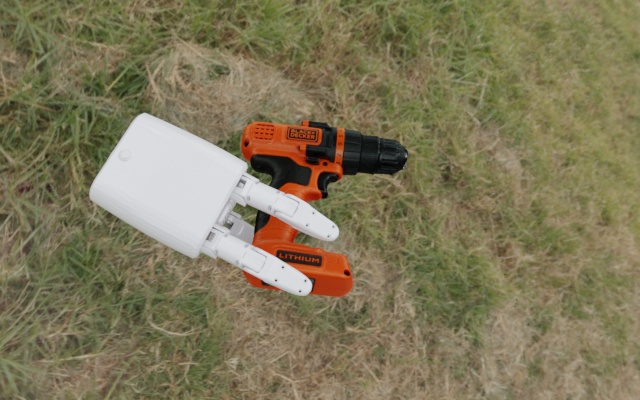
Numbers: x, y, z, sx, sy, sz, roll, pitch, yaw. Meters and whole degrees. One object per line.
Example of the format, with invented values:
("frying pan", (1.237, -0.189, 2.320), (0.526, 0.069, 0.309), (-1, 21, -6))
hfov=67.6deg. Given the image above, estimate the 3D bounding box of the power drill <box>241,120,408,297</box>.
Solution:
("power drill", (0.000, 0.002, 0.495), (0.184, 0.187, 0.057), (5, -33, 0))
